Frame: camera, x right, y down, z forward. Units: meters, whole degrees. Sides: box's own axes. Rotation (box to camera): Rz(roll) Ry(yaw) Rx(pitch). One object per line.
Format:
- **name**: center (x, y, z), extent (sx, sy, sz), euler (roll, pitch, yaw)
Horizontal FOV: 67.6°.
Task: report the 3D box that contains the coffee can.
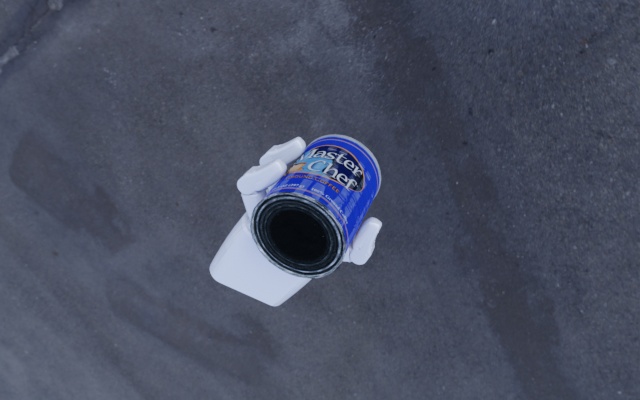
- **coffee can**: center (0.000, 0.002, 0.525), extent (0.103, 0.103, 0.140), euler (0, 30, 23)
